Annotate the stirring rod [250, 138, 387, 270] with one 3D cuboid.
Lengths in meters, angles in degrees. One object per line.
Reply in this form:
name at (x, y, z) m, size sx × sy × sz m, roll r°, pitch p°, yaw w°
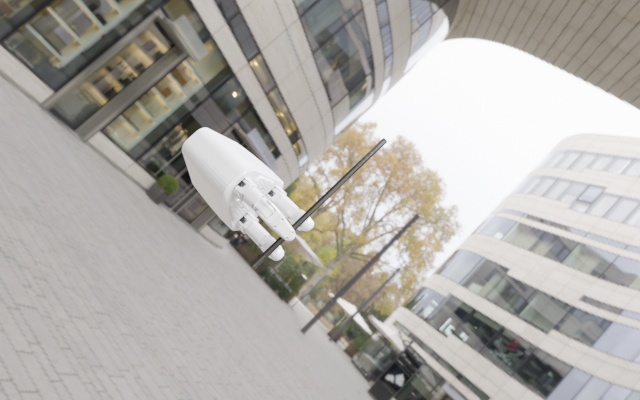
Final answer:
stirring rod at (0.000, 0.002, 0.618) m, size 0.239 × 0.011 × 0.011 m, roll -44°, pitch 8°, yaw -8°
